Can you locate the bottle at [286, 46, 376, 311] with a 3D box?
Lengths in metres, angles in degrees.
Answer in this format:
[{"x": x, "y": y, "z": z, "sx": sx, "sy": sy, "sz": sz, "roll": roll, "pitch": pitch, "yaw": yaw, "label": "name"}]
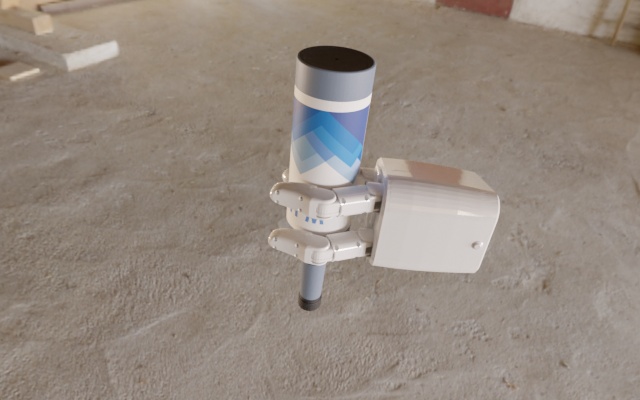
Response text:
[{"x": 0.000, "y": 0.001, "z": 0.480, "sx": 0.069, "sy": 0.296, "sz": 0.069, "roll": 4, "pitch": 35, "yaw": -3, "label": "bottle"}]
